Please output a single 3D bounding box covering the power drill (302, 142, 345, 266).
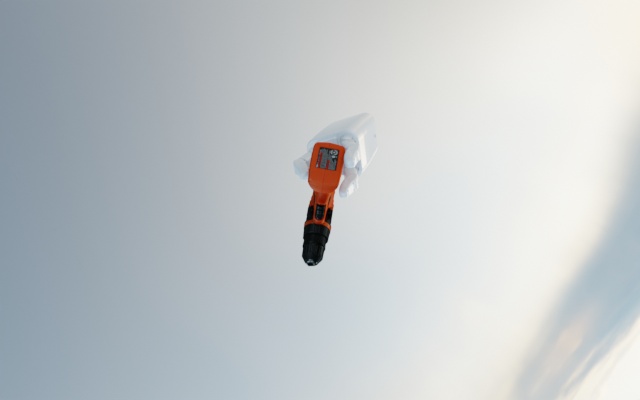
[{"bbox_3d":[0.000,0.002,0.861,0.057,0.184,0.188,9,-37,-1],"label":"power drill"}]
